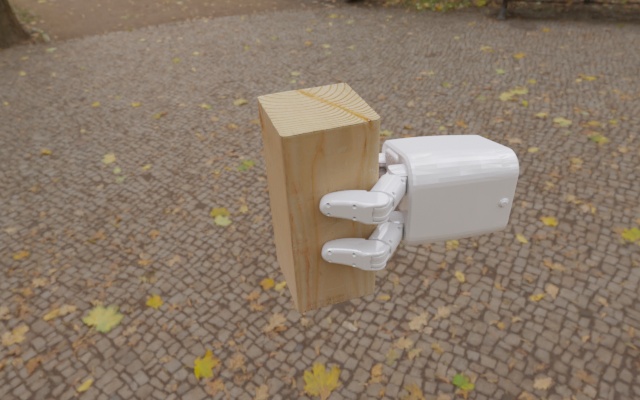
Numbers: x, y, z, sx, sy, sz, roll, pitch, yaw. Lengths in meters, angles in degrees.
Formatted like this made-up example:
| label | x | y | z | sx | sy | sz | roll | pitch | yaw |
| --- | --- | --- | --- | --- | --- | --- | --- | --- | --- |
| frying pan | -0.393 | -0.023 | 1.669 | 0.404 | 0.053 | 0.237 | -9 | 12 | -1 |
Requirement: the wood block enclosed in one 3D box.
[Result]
| label | x | y | z | sx | sy | sz | roll | pitch | yaw |
| --- | --- | --- | --- | --- | --- | --- | --- | --- | --- |
| wood block | 0.000 | 0.001 | 0.479 | 0.090 | 0.206 | 0.090 | -12 | 36 | -13 |
